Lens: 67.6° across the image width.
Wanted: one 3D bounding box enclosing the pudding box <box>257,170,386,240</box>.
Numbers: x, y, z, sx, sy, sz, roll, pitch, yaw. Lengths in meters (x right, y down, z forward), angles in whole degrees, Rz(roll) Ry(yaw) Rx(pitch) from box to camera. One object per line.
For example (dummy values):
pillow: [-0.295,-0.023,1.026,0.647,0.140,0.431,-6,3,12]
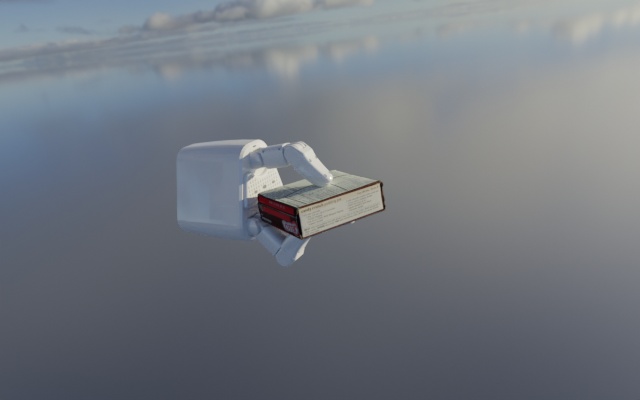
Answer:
pudding box: [0.000,0.002,0.525,0.113,0.039,0.090,-20,22,-29]
